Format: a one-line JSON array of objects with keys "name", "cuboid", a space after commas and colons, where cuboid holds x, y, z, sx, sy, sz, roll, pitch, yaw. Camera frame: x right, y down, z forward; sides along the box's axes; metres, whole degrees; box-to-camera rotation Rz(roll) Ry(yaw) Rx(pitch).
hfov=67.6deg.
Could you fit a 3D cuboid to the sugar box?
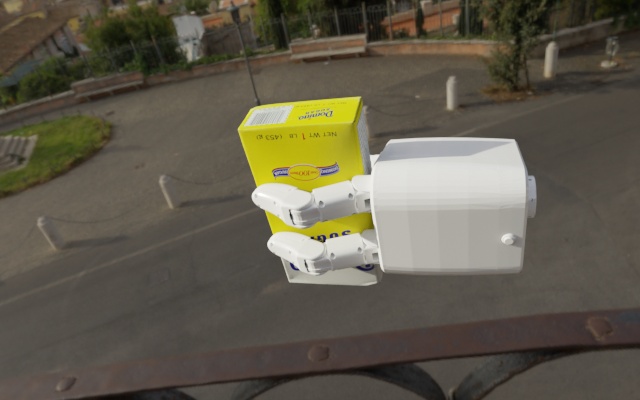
[{"name": "sugar box", "cuboid": [0.000, 0.002, 0.412, 0.093, 0.176, 0.048, -1, 37, 17]}]
